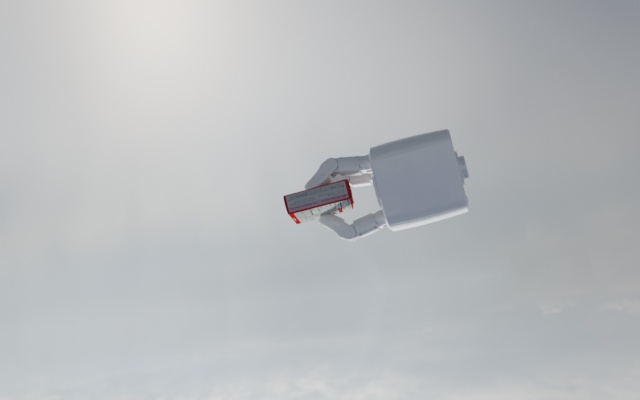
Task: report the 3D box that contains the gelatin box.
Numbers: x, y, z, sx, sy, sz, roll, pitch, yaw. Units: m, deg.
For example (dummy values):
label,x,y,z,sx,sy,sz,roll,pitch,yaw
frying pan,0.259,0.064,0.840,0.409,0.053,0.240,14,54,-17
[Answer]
label,x,y,z,sx,sy,sz,roll,pitch,yaw
gelatin box,0.000,0.003,0.653,0.089,0.030,0.073,-15,-14,3
